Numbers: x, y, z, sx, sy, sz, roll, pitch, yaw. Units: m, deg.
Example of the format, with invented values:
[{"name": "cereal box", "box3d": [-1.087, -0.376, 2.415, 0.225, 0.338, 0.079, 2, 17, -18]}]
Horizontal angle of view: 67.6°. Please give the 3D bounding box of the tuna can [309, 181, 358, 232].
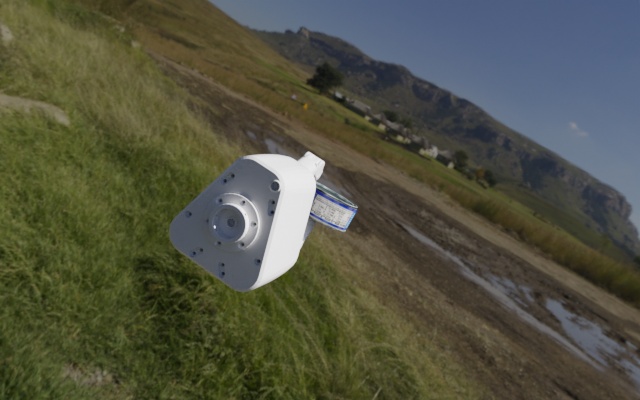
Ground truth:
[{"name": "tuna can", "box3d": [0.000, 0.001, 0.564, 0.086, 0.034, 0.086, 29, 6, -3]}]
